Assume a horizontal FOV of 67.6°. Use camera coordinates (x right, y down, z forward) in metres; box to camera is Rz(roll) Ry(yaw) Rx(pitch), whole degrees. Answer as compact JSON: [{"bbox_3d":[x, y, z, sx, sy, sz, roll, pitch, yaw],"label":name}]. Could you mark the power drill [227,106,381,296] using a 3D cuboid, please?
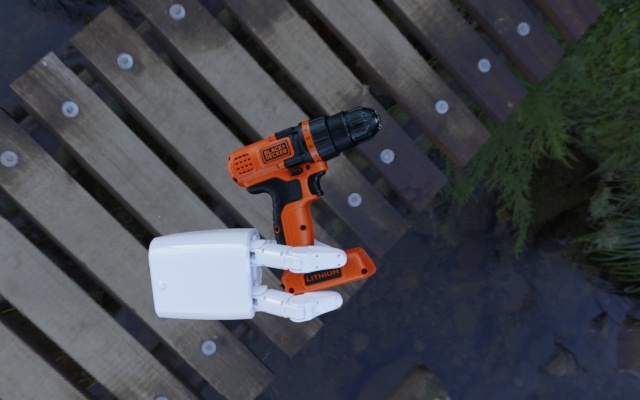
[{"bbox_3d":[0.000,0.002,0.541,0.184,0.187,0.057,-18,-6,15],"label":"power drill"}]
